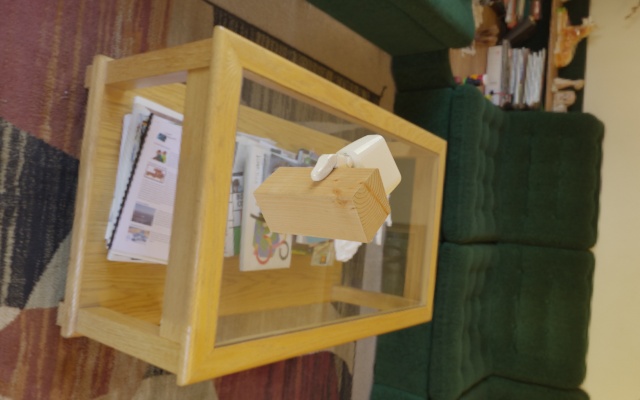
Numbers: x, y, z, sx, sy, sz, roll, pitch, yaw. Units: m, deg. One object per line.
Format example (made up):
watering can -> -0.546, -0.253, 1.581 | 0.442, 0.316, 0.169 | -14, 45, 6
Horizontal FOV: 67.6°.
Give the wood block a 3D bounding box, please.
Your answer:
wood block -> 0.000, 0.002, 0.812 | 0.206, 0.091, 0.090 | 3, 37, 36
